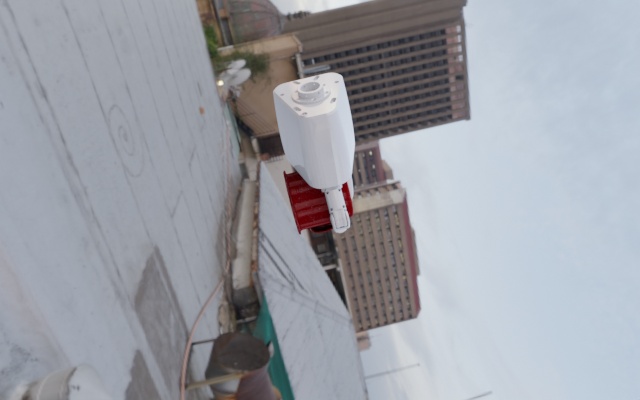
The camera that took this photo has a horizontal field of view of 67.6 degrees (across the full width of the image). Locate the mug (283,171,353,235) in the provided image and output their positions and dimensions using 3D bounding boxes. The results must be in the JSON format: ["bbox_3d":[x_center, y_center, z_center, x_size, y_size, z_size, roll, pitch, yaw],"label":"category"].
[{"bbox_3d":[0.001,0.003,0.683,0.081,0.117,0.093,-14,40,-1],"label":"mug"}]
